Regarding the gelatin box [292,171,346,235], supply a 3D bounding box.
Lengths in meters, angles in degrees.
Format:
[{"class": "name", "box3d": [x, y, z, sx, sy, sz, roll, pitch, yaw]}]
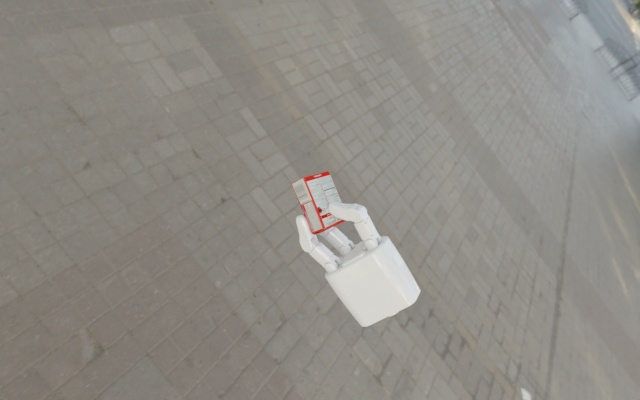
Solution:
[{"class": "gelatin box", "box3d": [0.000, 0.002, 0.759, 0.030, 0.089, 0.073, -23, -2, 36]}]
